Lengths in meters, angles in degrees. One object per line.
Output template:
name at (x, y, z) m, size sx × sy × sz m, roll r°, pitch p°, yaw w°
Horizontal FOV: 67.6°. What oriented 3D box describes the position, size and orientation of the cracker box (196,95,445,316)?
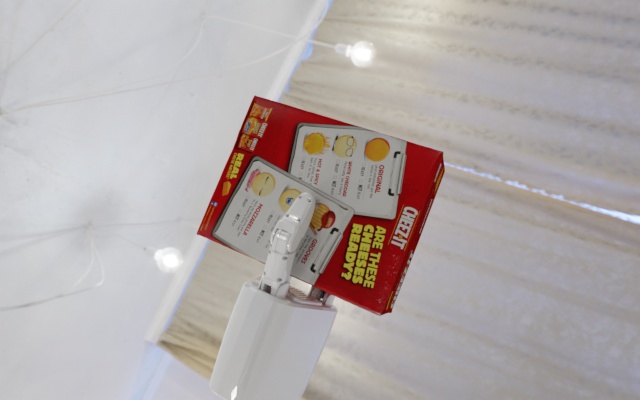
cracker box at (0.000, 0.002, 0.499) m, size 0.213 × 0.164 × 0.072 m, roll 20°, pitch -4°, yaw 20°
